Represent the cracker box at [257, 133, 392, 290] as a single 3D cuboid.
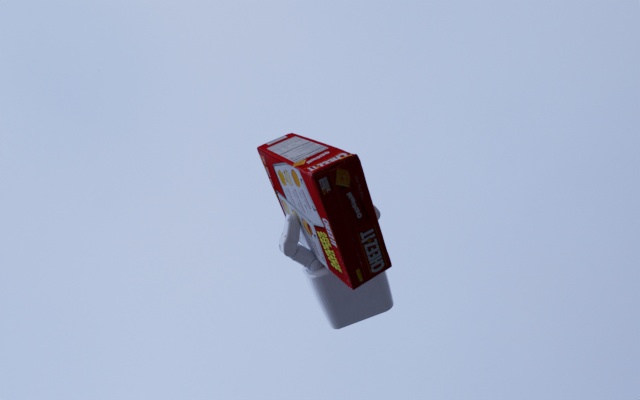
[{"bbox_3d":[0.000,0.002,0.659,0.072,0.164,0.213,-27,24,-16],"label":"cracker box"}]
